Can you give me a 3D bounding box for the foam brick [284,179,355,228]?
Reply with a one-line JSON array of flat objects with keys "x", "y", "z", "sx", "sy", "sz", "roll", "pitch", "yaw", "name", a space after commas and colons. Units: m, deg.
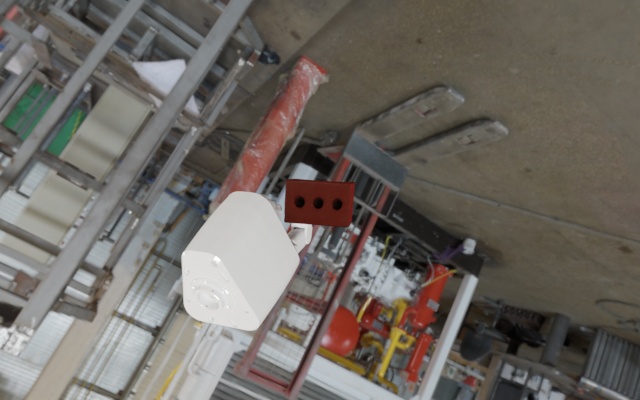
[{"x": 0.000, "y": 0.002, "z": 0.572, "sx": 0.078, "sy": 0.053, "sz": 0.051, "roll": 3, "pitch": 4, "yaw": 7, "name": "foam brick"}]
